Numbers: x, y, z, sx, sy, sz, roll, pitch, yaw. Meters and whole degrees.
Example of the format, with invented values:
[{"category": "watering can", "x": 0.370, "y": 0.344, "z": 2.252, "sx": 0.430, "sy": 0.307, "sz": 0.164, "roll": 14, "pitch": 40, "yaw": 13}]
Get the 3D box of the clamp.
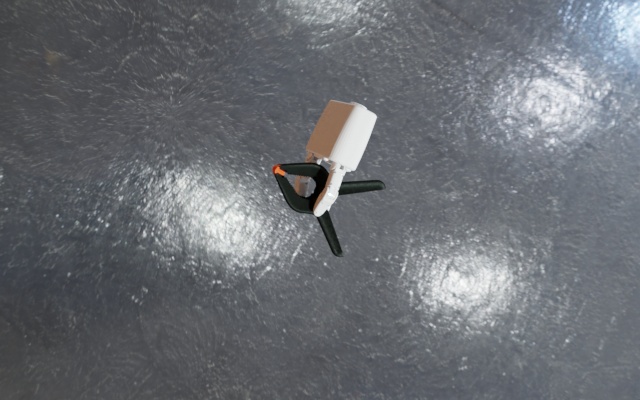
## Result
[{"category": "clamp", "x": 0.000, "y": 0.003, "z": 0.870, "sx": 0.210, "sy": 0.164, "sz": 0.036, "roll": 24, "pitch": 3, "yaw": -20}]
